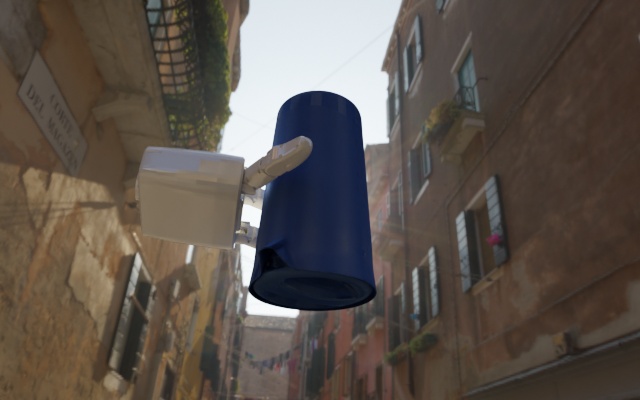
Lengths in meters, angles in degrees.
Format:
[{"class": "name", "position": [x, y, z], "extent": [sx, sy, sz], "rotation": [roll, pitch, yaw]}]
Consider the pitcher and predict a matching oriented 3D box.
[{"class": "pitcher", "position": [0.000, 0.002, 0.558], "extent": [0.145, 0.242, 0.149], "rotation": [8, -29, -9]}]
